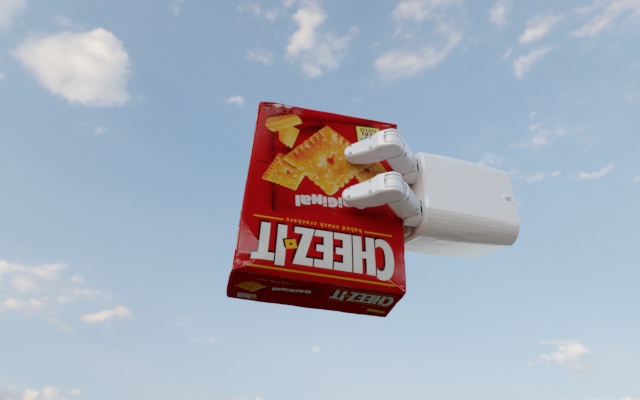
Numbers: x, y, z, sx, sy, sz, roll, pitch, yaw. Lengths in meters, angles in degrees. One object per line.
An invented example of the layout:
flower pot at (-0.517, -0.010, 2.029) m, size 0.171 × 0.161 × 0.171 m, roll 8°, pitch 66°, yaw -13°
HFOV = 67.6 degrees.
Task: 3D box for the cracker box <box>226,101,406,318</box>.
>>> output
cracker box at (0.000, 0.002, 0.505) m, size 0.164 × 0.213 × 0.072 m, roll 9°, pitch -35°, yaw -8°
